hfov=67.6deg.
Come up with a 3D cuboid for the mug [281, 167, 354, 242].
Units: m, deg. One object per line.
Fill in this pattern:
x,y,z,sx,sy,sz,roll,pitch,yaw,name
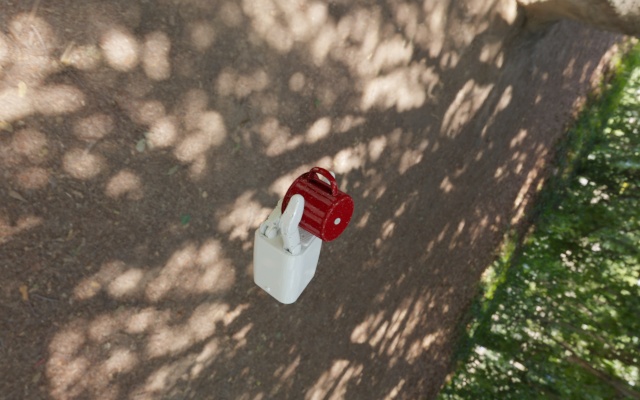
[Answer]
0.001,0.001,0.747,0.081,0.117,0.093,30,38,29,mug
